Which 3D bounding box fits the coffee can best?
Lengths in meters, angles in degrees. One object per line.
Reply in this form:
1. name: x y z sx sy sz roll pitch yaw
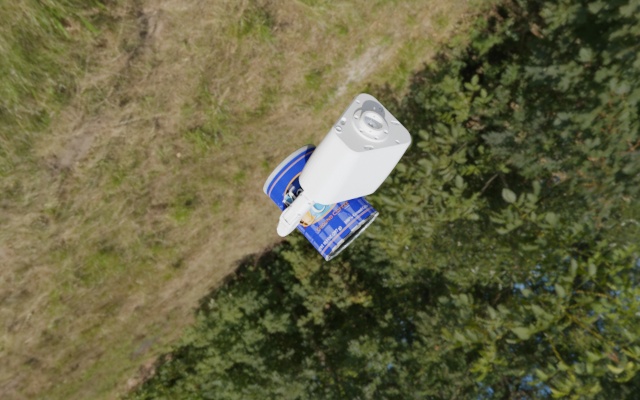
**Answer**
1. coffee can: 0.000 0.002 0.699 0.103 0.140 0.103 -41 -11 -9
